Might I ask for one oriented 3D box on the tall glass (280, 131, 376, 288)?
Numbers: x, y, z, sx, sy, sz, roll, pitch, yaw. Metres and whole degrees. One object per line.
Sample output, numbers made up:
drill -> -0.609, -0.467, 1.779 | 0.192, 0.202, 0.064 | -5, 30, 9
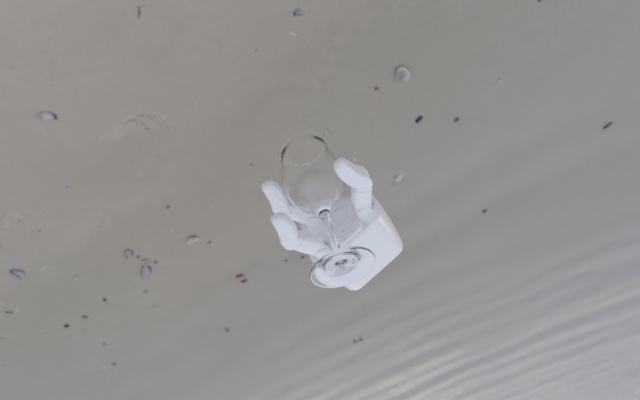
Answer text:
tall glass -> 0.000, 0.002, 0.579 | 0.079, 0.201, 0.079 | -11, -41, -9
